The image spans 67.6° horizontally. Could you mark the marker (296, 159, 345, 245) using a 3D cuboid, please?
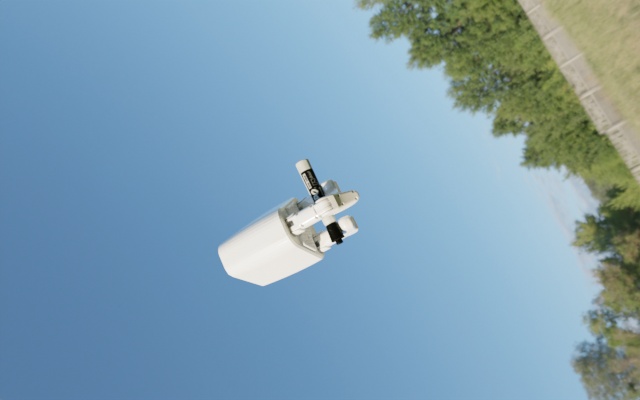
[{"bbox_3d":[0.000,0.002,0.624,0.020,0.121,0.020,-24,-12,-6],"label":"marker"}]
